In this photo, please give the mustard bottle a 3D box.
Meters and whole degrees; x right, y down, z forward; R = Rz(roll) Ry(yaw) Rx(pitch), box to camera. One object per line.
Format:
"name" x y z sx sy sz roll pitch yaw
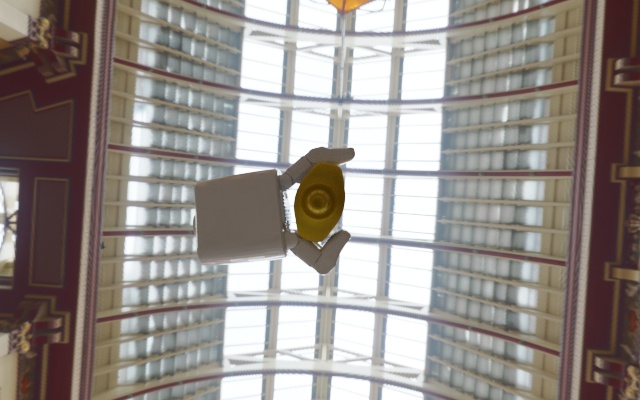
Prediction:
"mustard bottle" 0.000 0.002 0.587 0.058 0.096 0.191 17 0 3
